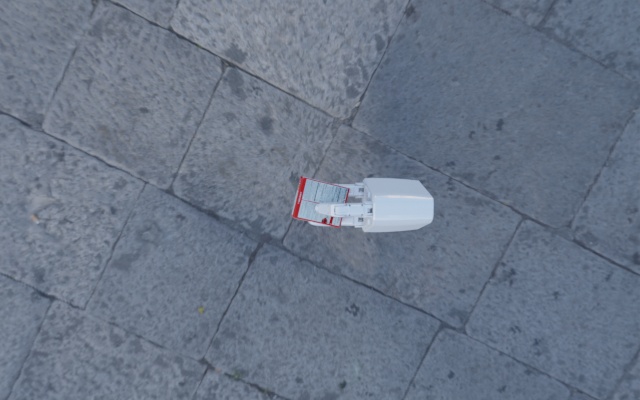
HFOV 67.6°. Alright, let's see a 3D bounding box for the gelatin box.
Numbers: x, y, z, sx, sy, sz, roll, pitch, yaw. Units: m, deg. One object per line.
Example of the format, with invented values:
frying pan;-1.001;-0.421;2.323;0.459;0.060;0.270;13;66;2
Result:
gelatin box;0.000;0.003;0.841;0.089;0.073;0.030;13;4;-11
